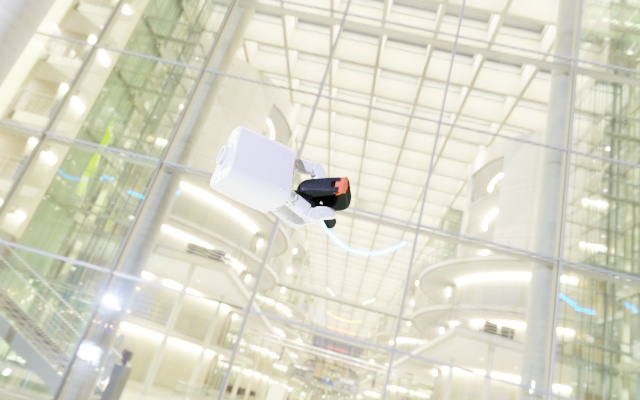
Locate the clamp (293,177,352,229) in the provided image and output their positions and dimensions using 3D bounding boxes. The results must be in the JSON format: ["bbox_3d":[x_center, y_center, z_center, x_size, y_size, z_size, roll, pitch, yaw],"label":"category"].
[{"bbox_3d":[0.000,0.002,0.842,0.164,0.036,0.210,23,-23,-27],"label":"clamp"}]
